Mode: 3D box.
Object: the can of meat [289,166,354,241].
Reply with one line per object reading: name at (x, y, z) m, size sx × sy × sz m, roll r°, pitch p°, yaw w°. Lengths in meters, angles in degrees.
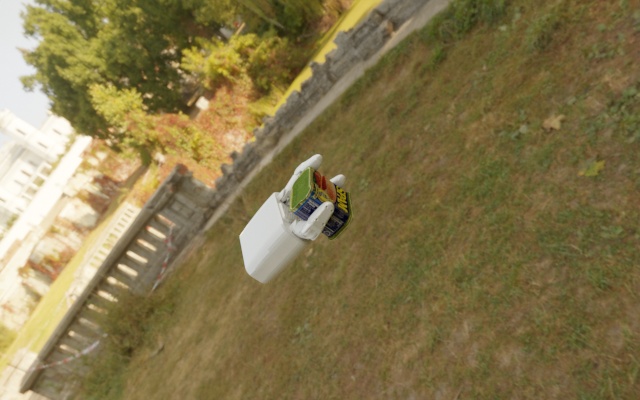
can of meat at (0.000, 0.002, 0.746) m, size 0.084 × 0.057 × 0.102 m, roll 35°, pitch 24°, yaw -19°
